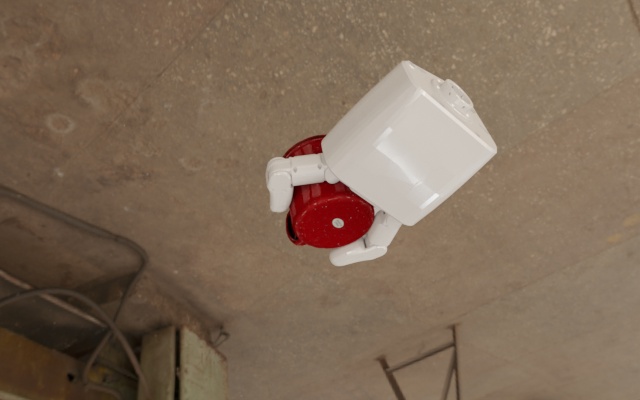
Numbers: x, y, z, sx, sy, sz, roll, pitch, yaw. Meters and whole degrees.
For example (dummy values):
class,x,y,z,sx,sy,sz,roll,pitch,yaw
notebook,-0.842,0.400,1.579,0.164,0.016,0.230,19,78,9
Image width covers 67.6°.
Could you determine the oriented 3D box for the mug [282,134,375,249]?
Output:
class,x,y,z,sx,sy,sz,roll,pitch,yaw
mug,-0.001,0.003,0.492,0.093,0.081,0.117,23,-53,-33
